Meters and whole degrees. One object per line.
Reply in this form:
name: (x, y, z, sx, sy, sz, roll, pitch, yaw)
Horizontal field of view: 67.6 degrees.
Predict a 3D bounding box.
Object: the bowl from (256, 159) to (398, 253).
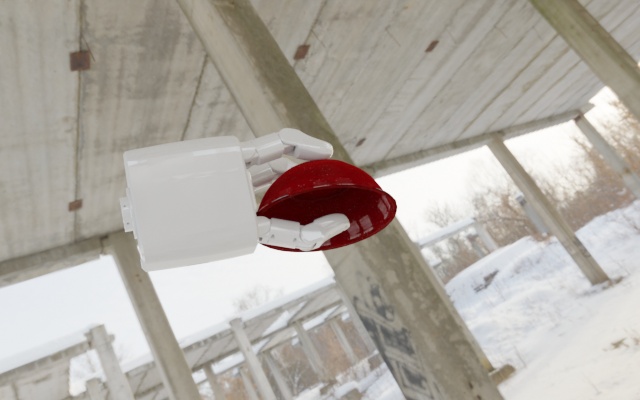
bowl: (0.001, 0.001, 0.528, 0.162, 0.055, 0.162, -7, -28, -4)
